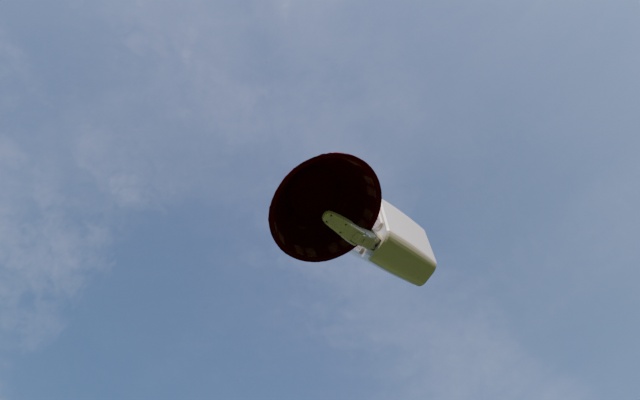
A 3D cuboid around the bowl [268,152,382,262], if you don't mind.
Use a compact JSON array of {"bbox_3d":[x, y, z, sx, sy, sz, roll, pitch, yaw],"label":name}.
[{"bbox_3d":[-0.001,0.001,0.650,0.162,0.162,0.055,0,26,-24],"label":"bowl"}]
